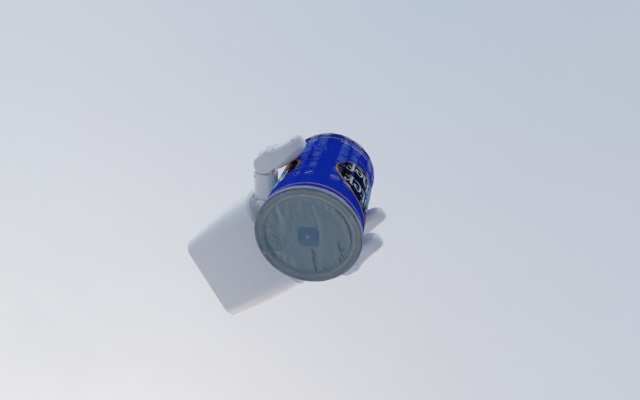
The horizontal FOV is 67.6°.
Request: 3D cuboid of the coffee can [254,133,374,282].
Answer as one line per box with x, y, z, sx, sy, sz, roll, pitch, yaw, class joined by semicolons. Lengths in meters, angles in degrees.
0.000;0.002;0.500;0.103;0.103;0.140;0;28;12;coffee can
